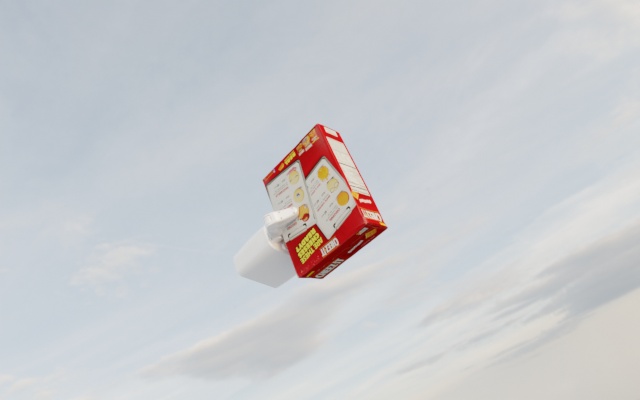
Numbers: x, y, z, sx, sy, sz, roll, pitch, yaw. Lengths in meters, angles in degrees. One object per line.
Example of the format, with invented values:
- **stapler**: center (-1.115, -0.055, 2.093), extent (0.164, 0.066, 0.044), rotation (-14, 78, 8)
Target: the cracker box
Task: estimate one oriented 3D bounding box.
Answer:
- **cracker box**: center (0.000, 0.003, 0.825), extent (0.072, 0.213, 0.164), rotation (12, -45, -47)
